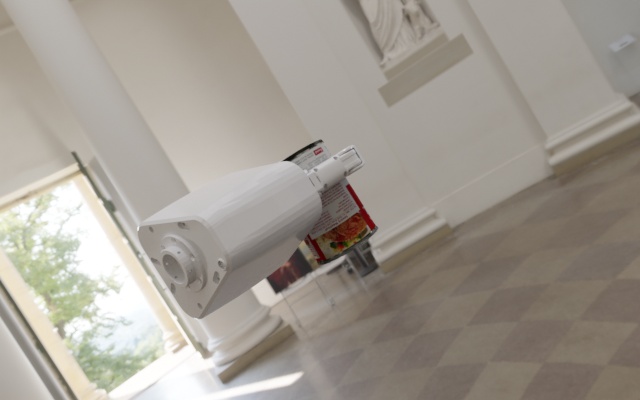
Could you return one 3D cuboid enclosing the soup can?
[{"bbox_3d":[0.000,0.001,0.460,0.068,0.102,0.068,-32,2,1],"label":"soup can"}]
